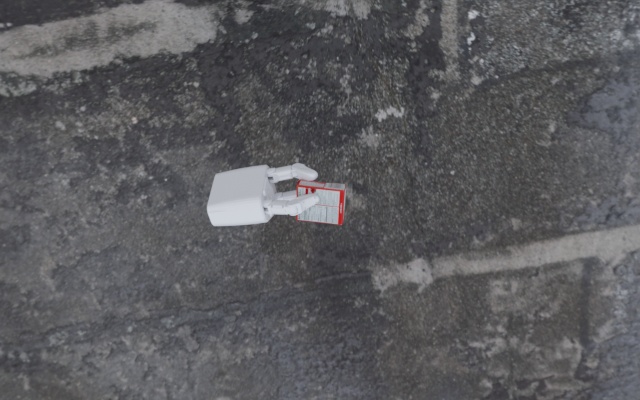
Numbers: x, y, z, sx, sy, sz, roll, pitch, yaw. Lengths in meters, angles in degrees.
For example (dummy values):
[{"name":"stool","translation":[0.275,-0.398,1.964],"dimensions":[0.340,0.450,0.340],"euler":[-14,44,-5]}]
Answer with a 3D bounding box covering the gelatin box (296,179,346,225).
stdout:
[{"name":"gelatin box","translation":[0.000,0.003,0.877],"dimensions":[0.089,0.073,0.030],"euler":[6,28,8]}]
